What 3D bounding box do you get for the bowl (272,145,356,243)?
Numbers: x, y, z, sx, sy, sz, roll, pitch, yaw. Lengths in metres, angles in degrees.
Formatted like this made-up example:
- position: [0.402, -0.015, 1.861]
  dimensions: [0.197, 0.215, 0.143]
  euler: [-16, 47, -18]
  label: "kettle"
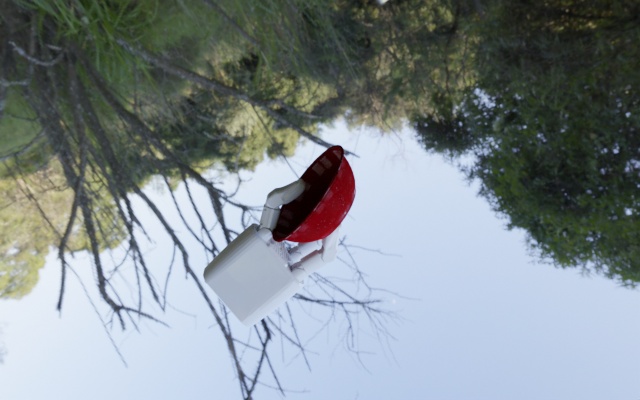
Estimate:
- position: [0.001, 0.002, 0.671]
  dimensions: [0.055, 0.162, 0.162]
  euler: [34, -11, -17]
  label: "bowl"
